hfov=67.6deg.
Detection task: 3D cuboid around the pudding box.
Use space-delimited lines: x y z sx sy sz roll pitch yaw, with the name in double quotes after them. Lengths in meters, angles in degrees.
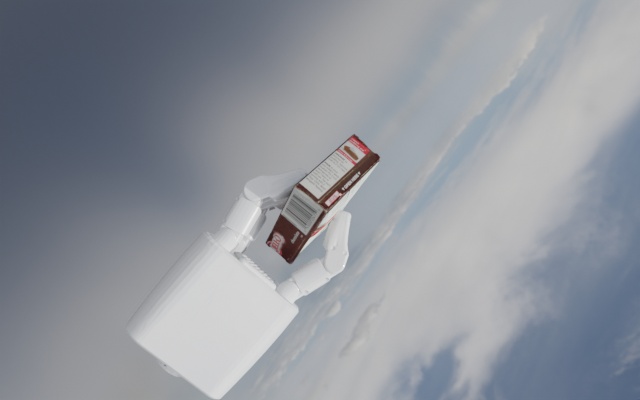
0.000 0.002 0.454 0.090 0.039 0.113 -45 -6 -35 "pudding box"
